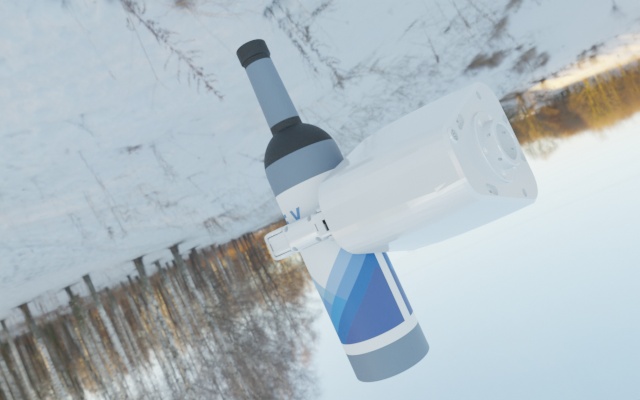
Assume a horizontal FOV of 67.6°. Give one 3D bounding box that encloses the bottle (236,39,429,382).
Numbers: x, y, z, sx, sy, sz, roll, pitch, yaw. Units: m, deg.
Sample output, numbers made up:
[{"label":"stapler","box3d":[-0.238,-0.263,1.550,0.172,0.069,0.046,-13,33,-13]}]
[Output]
[{"label":"bottle","box3d":[0.000,0.002,0.406,0.069,0.295,0.069,-24,-2,-1]}]
